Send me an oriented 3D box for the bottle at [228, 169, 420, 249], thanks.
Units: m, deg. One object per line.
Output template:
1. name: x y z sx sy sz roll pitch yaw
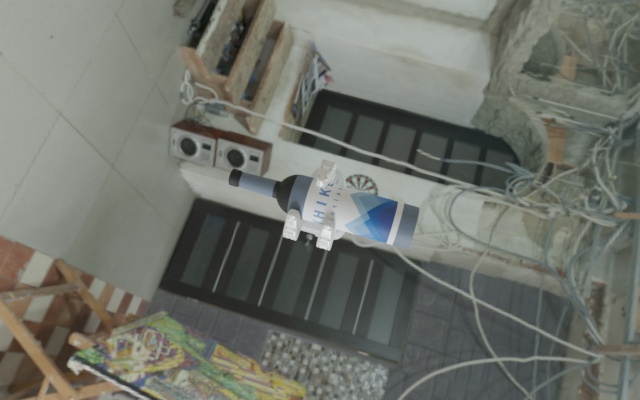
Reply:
1. bottle: 0.000 0.002 0.739 0.295 0.069 0.069 16 2 6
